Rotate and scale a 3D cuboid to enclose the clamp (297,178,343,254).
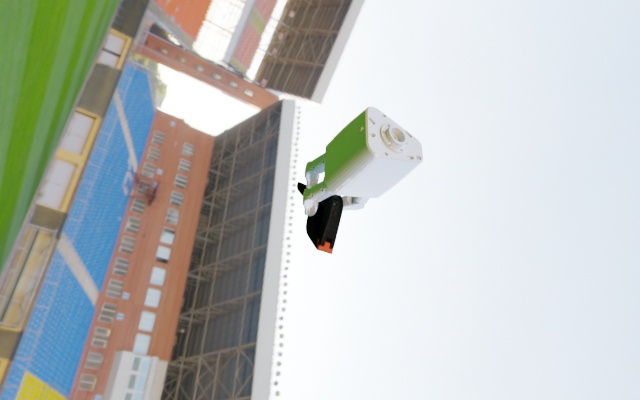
[{"bbox_3d":[0.001,0.003,0.819,0.036,0.209,0.165,19,-37,-23],"label":"clamp"}]
